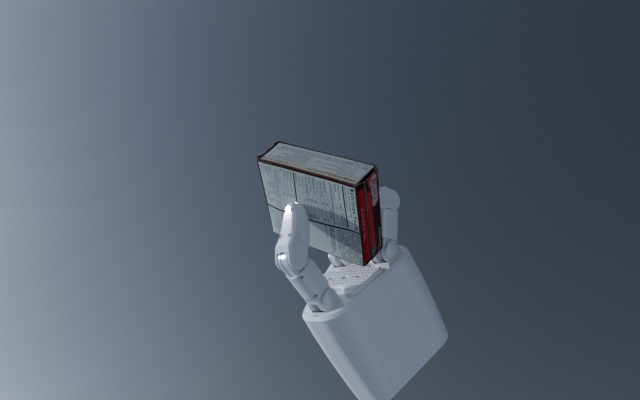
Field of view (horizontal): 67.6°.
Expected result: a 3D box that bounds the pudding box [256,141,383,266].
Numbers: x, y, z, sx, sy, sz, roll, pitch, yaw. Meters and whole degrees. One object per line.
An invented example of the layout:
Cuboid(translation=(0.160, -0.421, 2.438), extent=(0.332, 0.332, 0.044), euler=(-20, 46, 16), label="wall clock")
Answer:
Cuboid(translation=(0.000, 0.002, 0.437), extent=(0.113, 0.090, 0.039), euler=(16, 41, 31), label="pudding box")
